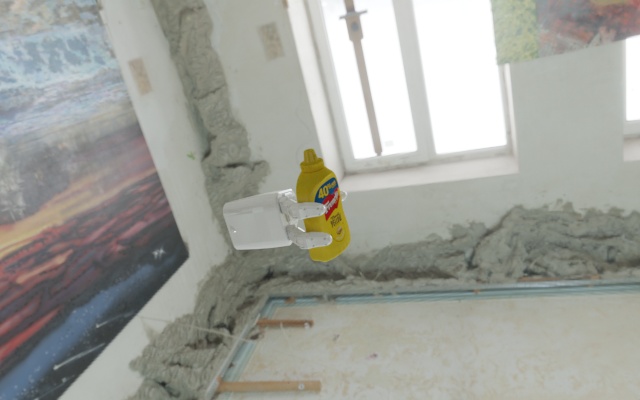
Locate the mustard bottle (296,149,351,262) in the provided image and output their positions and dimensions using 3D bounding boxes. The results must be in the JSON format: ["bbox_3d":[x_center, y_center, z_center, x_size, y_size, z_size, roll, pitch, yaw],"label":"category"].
[{"bbox_3d":[0.000,0.003,0.833,0.058,0.192,0.096,2,26,37],"label":"mustard bottle"}]
